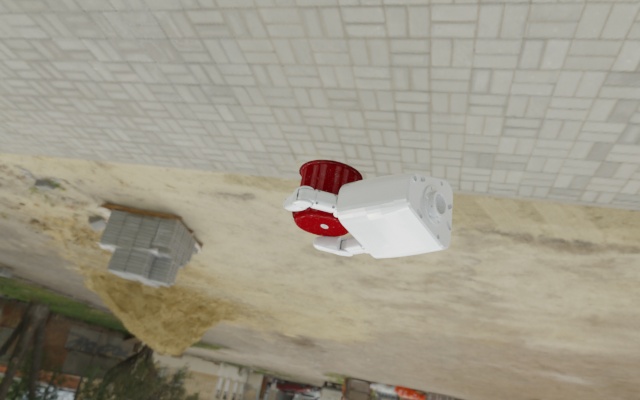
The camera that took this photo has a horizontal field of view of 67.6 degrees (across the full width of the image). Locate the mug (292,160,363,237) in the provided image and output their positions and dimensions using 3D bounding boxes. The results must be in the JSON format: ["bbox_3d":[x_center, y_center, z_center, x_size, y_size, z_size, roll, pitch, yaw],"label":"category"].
[{"bbox_3d":[-0.001,0.003,0.680,0.117,0.081,0.093,-13,-32,43],"label":"mug"}]
